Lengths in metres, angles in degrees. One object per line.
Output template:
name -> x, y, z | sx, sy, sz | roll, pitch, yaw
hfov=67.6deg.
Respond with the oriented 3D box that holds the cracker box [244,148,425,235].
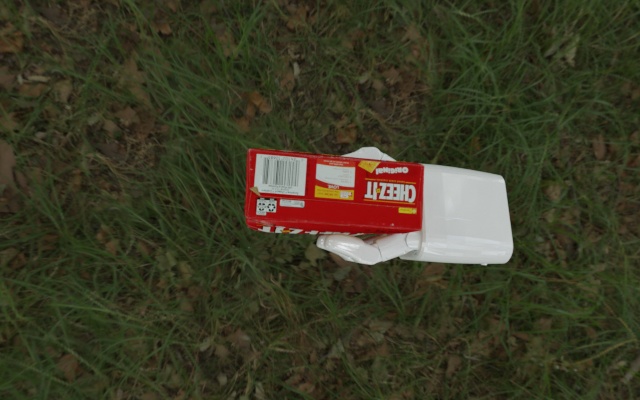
cracker box -> 0.000, 0.002, 0.528 | 0.164, 0.072, 0.214 | 4, -6, -8
